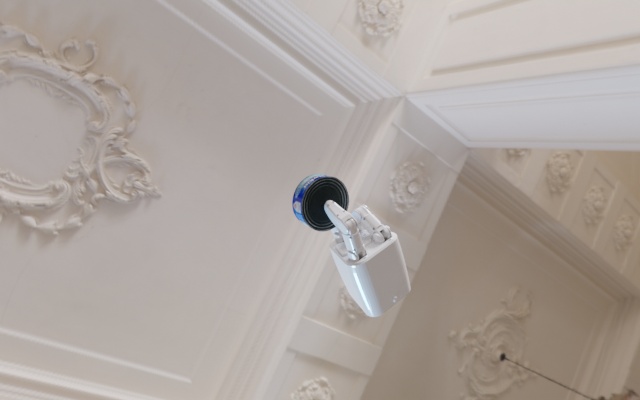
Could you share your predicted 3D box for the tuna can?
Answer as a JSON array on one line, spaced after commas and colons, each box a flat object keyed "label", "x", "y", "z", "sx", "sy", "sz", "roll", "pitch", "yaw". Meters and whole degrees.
[{"label": "tuna can", "x": 0.000, "y": 0.002, "z": 0.736, "sx": 0.086, "sy": 0.086, "sz": 0.033, "roll": 0, "pitch": 12, "yaw": -33}]
